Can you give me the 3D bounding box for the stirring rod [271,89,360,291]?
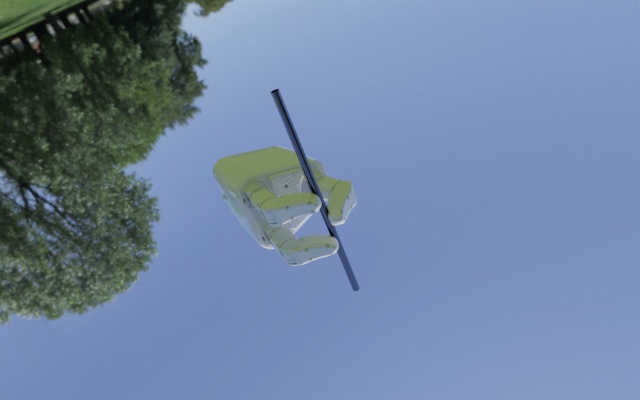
[{"bbox_3d":[0.000,0.001,0.475,0.011,0.240,0.011,-17,30,10],"label":"stirring rod"}]
